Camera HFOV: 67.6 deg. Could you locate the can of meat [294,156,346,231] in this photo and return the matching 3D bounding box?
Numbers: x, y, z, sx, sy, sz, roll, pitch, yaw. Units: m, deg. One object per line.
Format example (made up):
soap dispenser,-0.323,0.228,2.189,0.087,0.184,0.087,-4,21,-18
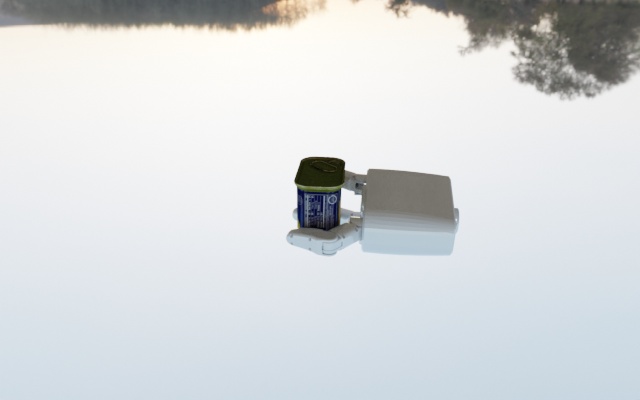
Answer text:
can of meat,0.000,0.002,0.584,0.057,0.084,0.102,2,25,3
